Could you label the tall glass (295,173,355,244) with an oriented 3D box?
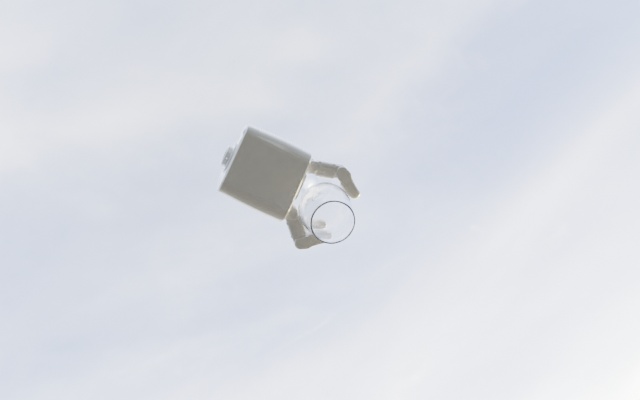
[{"bbox_3d":[0.000,0.002,0.733,0.079,0.079,0.201,0,16,-10],"label":"tall glass"}]
